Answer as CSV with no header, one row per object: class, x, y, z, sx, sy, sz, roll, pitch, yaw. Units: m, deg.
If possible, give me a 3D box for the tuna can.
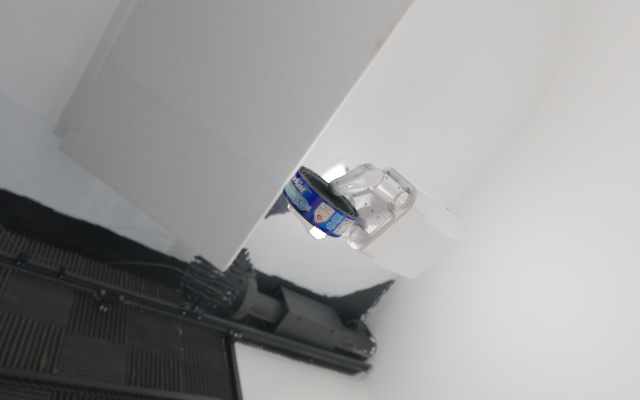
tuna can,0.000,0.002,0.532,0.086,0.034,0.086,39,12,-10
